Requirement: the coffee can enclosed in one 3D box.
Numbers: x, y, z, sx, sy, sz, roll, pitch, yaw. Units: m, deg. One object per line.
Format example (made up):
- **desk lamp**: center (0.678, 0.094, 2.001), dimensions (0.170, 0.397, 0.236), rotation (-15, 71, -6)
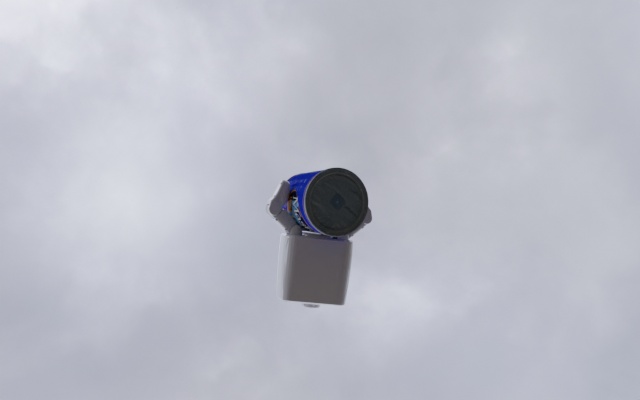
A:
- **coffee can**: center (0.000, 0.002, 0.768), dimensions (0.103, 0.103, 0.140), rotation (0, 0, -21)
